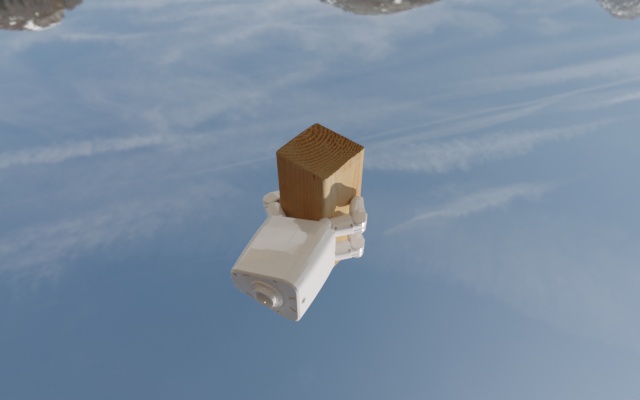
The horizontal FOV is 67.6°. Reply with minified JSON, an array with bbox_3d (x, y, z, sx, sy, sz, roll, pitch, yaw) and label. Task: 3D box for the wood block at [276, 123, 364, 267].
[{"bbox_3d":[0.000,0.003,0.719,0.091,0.206,0.090,31,53,26],"label":"wood block"}]
